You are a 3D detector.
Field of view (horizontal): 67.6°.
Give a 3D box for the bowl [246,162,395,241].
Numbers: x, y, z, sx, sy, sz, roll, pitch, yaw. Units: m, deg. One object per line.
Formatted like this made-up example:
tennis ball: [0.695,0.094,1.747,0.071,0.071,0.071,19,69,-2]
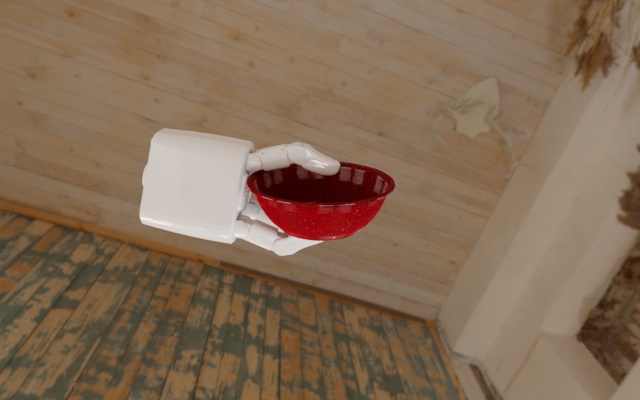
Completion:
bowl: [0.001,0.002,0.530,0.162,0.055,0.162,0,19,0]
